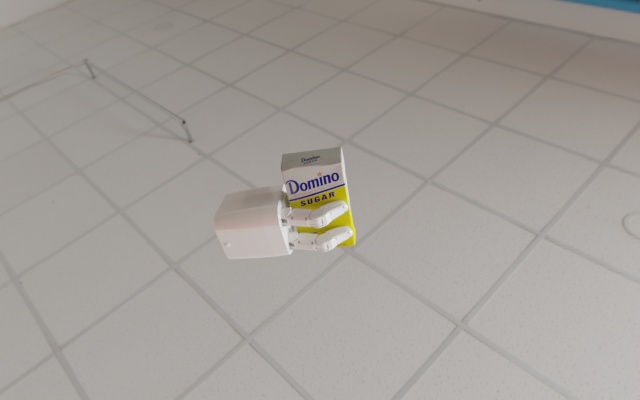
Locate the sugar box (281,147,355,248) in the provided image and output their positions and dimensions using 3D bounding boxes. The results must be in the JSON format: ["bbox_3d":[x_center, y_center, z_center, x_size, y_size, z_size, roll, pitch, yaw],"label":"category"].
[{"bbox_3d":[0.000,0.003,0.755,0.093,0.176,0.048,-7,43,7],"label":"sugar box"}]
